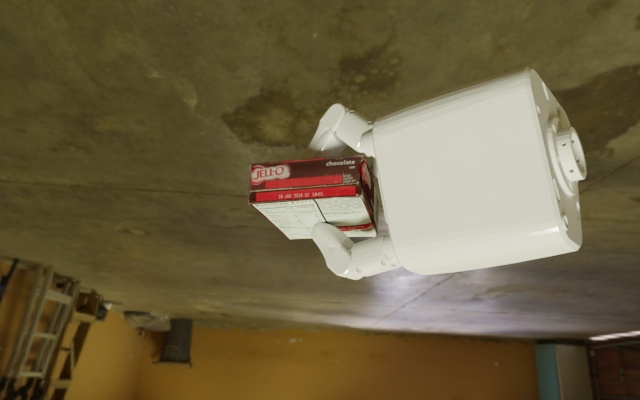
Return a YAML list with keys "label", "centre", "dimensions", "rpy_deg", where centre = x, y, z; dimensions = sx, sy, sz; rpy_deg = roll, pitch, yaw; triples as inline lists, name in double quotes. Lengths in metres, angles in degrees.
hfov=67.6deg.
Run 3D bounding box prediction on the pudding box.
- label: "pudding box"
  centre: [0.000, 0.001, 0.404]
  dimensions: [0.090, 0.039, 0.113]
  rpy_deg: [-3, -21, 13]
